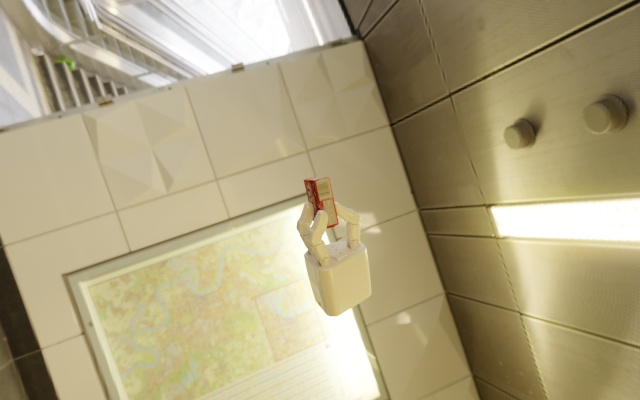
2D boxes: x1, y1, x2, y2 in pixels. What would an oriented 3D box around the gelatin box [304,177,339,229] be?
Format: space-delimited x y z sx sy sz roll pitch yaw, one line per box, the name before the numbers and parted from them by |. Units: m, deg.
gelatin box | 0.000 0.002 0.868 0.030 0.089 0.073 -14 8 -16
